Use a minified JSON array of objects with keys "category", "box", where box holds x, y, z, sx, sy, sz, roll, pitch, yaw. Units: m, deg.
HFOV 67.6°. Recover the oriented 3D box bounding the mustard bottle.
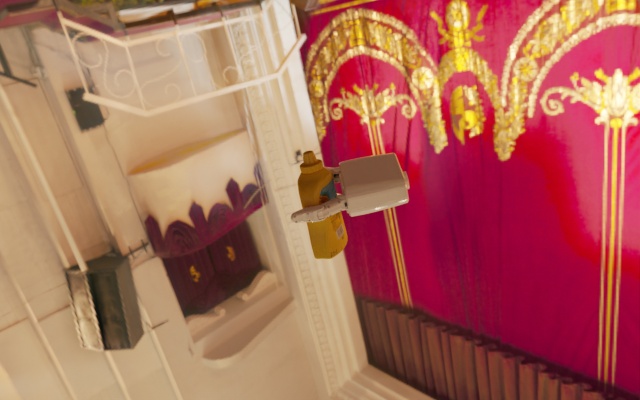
[{"category":"mustard bottle","box":[0.000,0.003,0.860,0.058,0.192,0.096,-3,24,26]}]
